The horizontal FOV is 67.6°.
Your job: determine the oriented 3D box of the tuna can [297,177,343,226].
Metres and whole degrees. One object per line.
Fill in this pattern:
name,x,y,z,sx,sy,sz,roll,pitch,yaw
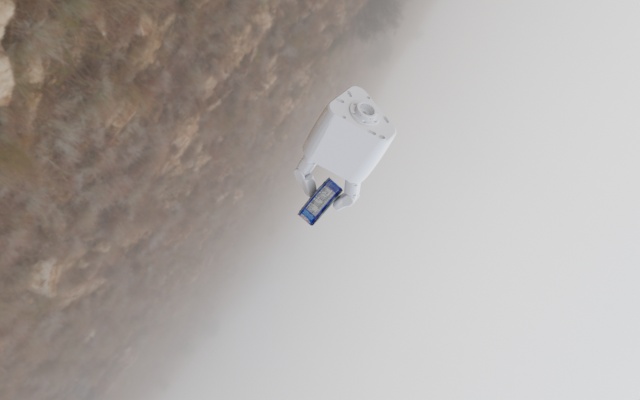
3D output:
tuna can,0.001,0.003,0.831,0.034,0.086,0.086,41,2,2
